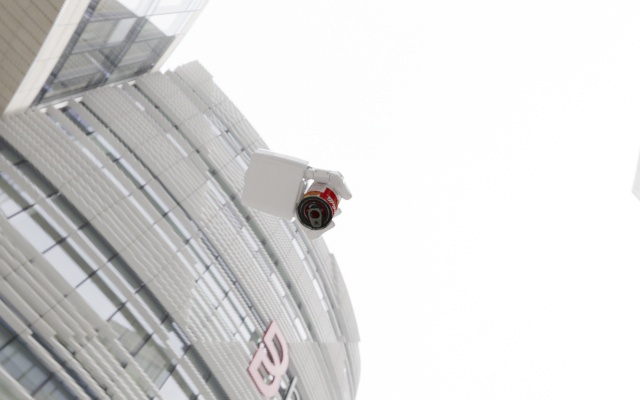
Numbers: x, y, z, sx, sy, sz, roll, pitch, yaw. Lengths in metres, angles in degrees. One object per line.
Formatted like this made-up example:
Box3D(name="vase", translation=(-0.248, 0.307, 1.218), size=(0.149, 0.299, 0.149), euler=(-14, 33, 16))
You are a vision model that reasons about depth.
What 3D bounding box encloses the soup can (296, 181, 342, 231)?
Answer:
Box3D(name="soup can", translation=(0.001, 0.003, 0.887), size=(0.068, 0.068, 0.102), euler=(0, 24, 15))
